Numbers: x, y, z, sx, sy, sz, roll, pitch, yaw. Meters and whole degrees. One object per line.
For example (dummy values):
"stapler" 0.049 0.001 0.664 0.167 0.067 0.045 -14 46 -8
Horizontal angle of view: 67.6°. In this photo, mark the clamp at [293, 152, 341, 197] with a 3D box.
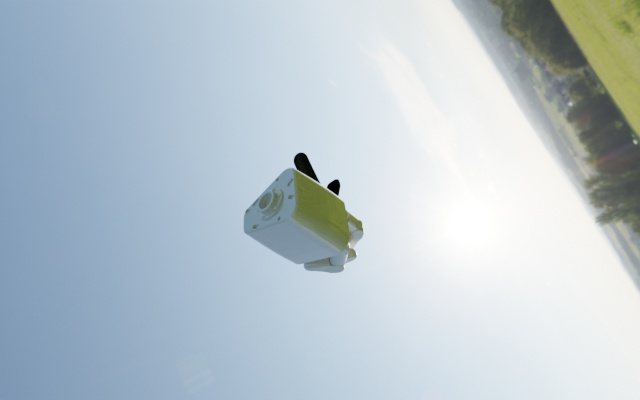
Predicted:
"clamp" 0.000 0.003 0.773 0.039 0.171 0.120 -34 -48 26
